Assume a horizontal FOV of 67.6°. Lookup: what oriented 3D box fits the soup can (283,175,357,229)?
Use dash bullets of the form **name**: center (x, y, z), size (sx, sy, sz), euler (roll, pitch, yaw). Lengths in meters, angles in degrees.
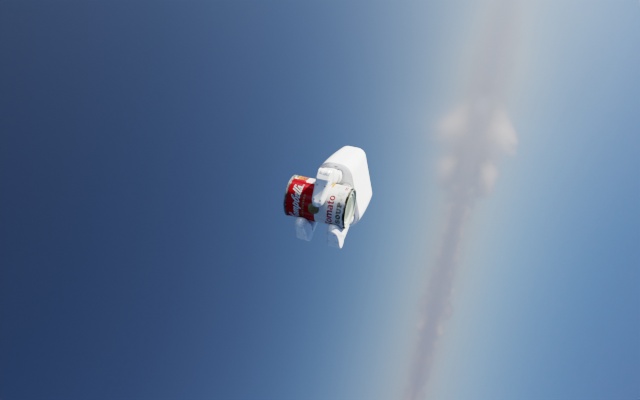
- **soup can**: center (0.000, 0.003, 0.768), size (0.102, 0.068, 0.068), euler (13, 4, 16)
